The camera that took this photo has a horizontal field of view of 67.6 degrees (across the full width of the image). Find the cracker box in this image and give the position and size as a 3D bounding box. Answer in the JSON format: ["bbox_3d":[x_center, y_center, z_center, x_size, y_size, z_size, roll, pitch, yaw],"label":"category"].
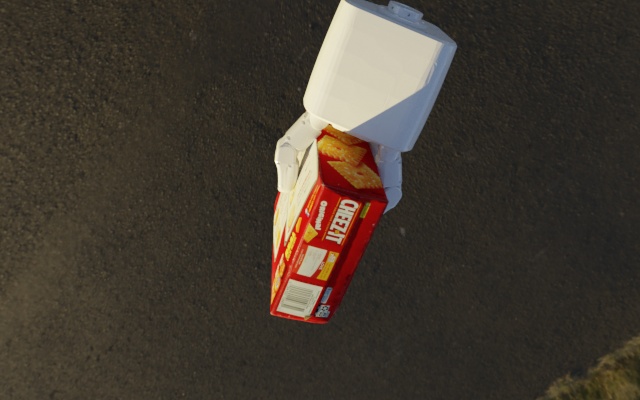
[{"bbox_3d":[0.000,0.002,0.535,0.072,0.164,0.213,15,30,-12],"label":"cracker box"}]
